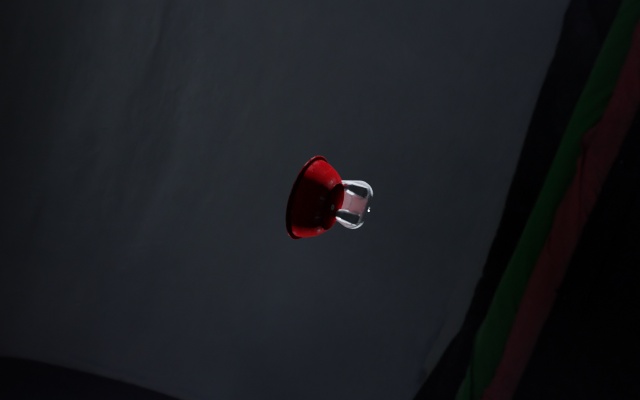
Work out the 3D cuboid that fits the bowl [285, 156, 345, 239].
[{"bbox_3d":[0.000,0.003,0.873,0.055,0.162,0.162,19,7,22],"label":"bowl"}]
